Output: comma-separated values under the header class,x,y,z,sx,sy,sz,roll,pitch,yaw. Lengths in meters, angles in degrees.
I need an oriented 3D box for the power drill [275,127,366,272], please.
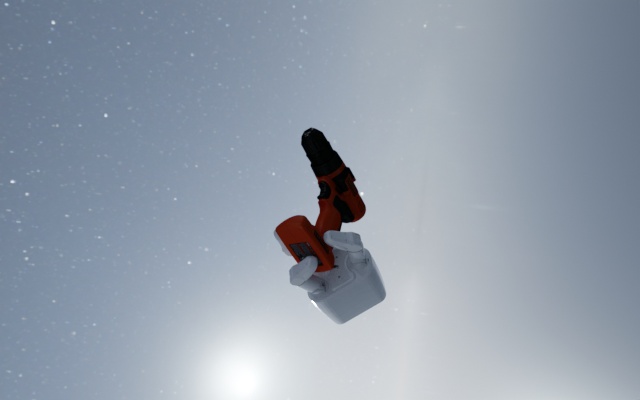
class,x,y,z,sx,sy,sz,roll,pitch,yaw
power drill,0.000,0.003,0.743,0.057,0.184,0.187,-12,34,35
